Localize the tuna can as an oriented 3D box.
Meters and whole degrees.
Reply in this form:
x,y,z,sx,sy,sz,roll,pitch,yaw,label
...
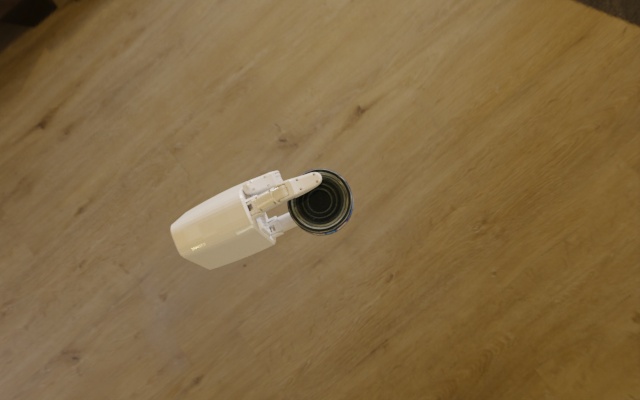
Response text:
x,y,z,sx,sy,sz,roll,pitch,yaw,label
0.000,0.002,0.621,0.086,0.086,0.034,0,-7,5,tuna can
